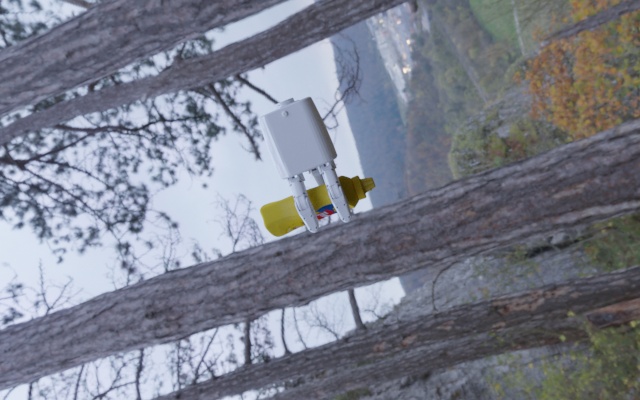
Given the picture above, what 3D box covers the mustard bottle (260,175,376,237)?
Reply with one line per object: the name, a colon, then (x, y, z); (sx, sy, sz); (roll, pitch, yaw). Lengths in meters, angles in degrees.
mustard bottle: (0.000, 0.003, 0.806); (0.191, 0.058, 0.096); (-21, -15, 8)
